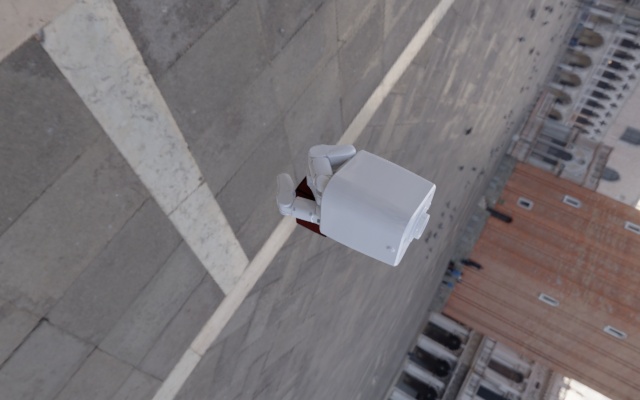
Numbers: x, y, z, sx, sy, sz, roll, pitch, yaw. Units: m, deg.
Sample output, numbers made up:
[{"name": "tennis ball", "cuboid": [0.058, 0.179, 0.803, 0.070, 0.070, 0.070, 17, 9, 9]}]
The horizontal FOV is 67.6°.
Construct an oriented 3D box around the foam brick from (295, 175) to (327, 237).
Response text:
[{"name": "foam brick", "cuboid": [0.000, 0.002, 0.655, 0.051, 0.053, 0.078, 25, -34, 17]}]
